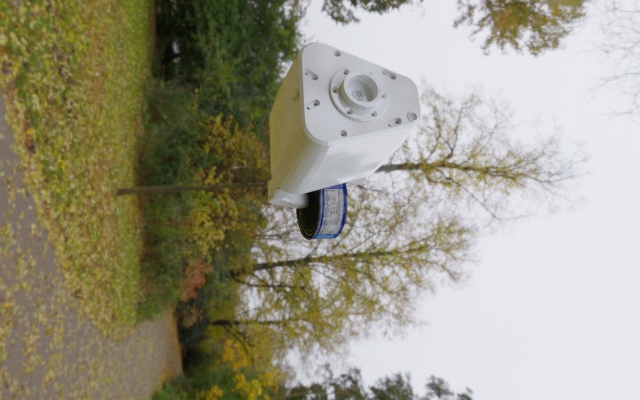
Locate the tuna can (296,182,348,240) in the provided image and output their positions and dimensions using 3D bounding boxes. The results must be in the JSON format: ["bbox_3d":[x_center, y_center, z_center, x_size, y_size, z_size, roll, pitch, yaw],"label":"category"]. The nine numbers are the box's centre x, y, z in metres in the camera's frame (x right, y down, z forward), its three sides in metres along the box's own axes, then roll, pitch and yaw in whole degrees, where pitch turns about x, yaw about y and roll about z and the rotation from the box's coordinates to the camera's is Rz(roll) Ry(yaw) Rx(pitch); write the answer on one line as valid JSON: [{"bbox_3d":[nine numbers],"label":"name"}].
[{"bbox_3d":[0.001,0.002,0.545,0.034,0.086,0.086,0,0,-20],"label":"tuna can"}]
